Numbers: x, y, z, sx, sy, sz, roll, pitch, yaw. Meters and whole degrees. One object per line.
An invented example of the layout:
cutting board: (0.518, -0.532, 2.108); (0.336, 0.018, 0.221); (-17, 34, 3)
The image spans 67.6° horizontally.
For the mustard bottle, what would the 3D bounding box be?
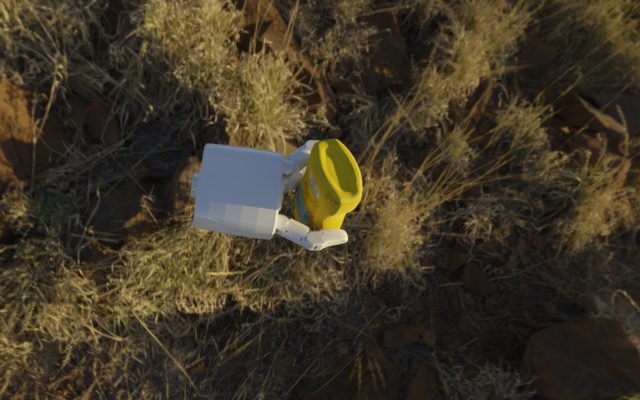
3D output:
mustard bottle: (0.000, 0.002, 0.682); (0.058, 0.096, 0.192); (-15, -22, -22)
